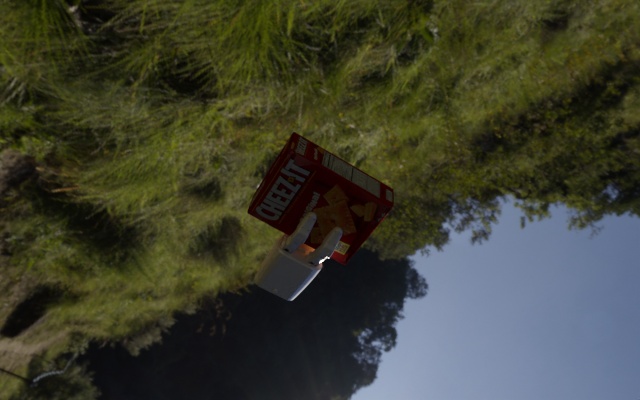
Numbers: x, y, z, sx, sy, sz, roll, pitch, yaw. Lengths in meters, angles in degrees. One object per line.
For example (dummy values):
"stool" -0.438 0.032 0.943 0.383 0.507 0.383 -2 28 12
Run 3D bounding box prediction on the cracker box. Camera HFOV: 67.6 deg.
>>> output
"cracker box" 0.000 0.003 0.866 0.214 0.164 0.072 29 32 -13
